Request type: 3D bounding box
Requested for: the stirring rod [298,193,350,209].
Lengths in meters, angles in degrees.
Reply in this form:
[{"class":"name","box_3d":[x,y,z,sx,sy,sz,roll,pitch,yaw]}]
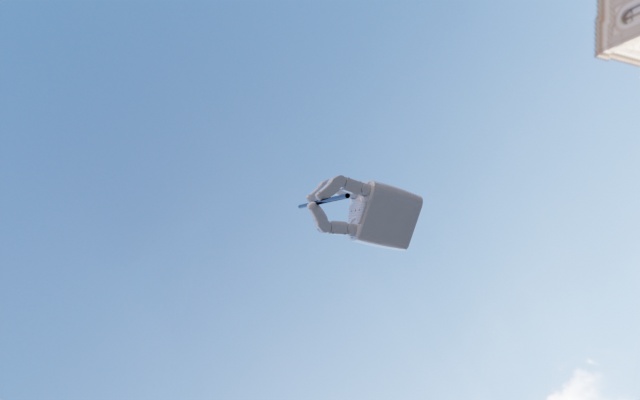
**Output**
[{"class":"stirring rod","box_3d":[0.000,0.003,0.812,0.011,0.011,0.239,0,-5,-19]}]
